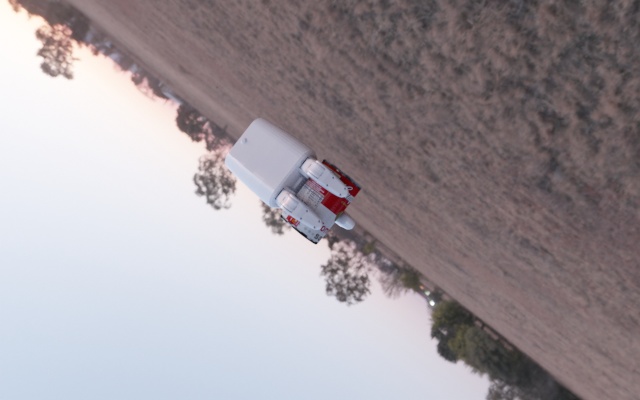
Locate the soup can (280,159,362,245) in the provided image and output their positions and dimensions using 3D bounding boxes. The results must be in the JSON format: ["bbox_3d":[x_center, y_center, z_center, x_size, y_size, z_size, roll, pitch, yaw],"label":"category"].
[{"bbox_3d":[0.000,0.003,0.668,0.068,0.102,0.068,38,0,0],"label":"soup can"}]
